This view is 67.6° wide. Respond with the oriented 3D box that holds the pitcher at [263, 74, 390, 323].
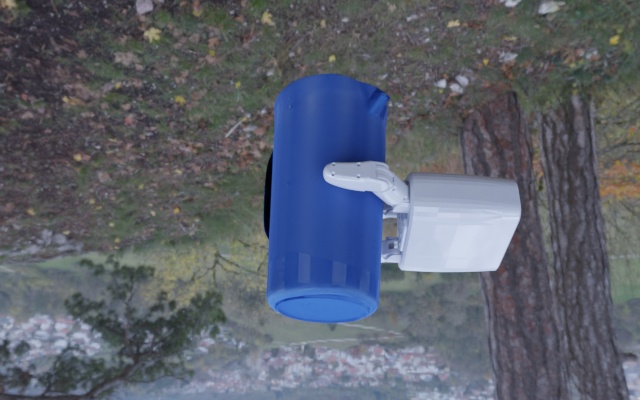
[{"bbox_3d":[0.000,0.002,0.514,0.145,0.242,0.149,3,-28,1],"label":"pitcher"}]
